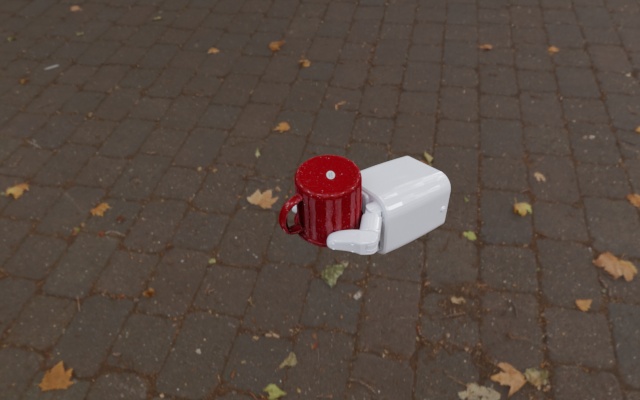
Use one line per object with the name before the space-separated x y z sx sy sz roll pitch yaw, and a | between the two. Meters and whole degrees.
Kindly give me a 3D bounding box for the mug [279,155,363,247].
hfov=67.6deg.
mug | -0.001 0.002 0.591 0.117 0.082 0.093 -24 47 -21
